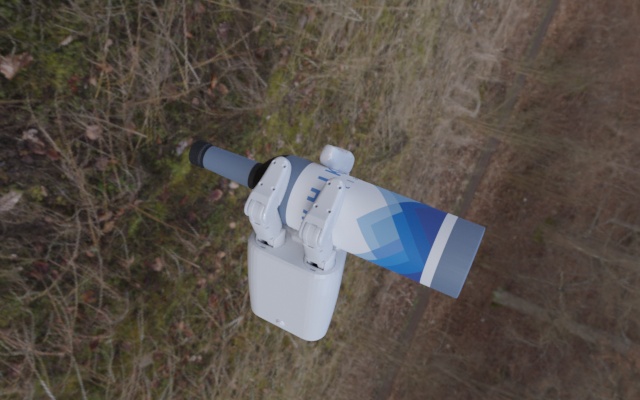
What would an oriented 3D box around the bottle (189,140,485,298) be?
[{"bbox_3d":[0.000,0.002,0.456,0.295,0.069,0.069,22,7,18],"label":"bottle"}]
